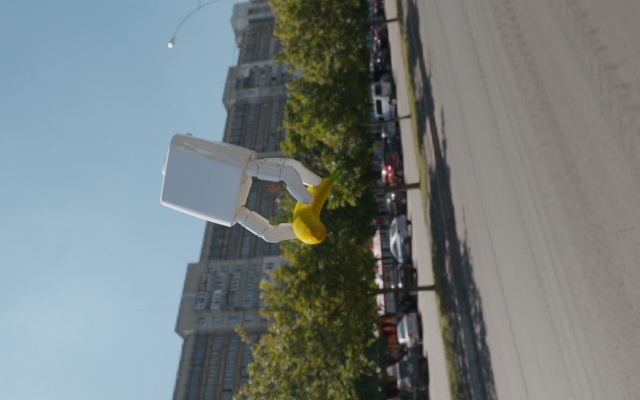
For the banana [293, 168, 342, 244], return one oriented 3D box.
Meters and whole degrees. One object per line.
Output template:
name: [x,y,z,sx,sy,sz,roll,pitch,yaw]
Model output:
banana: [-0.011,0.013,0.669,0.037,0.070,0.197,36,27,-12]
